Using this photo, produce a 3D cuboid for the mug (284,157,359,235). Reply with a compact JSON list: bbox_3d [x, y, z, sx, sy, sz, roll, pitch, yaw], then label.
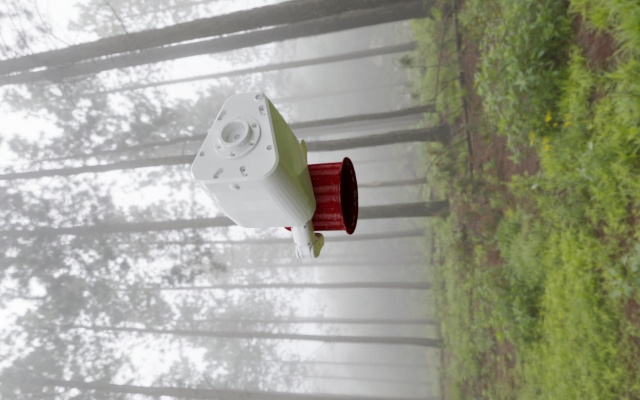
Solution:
[{"bbox_3d":[0.000,0.003,0.590,0.081,0.093,0.117,-3,-28,17],"label":"mug"}]
